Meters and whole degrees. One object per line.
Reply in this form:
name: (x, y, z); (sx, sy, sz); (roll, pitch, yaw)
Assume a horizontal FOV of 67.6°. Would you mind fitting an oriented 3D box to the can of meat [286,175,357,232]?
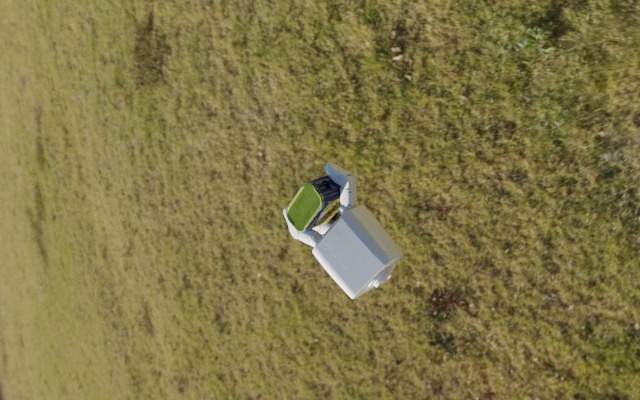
can of meat: (0.000, 0.003, 0.807); (0.084, 0.057, 0.102); (-19, -26, -44)
